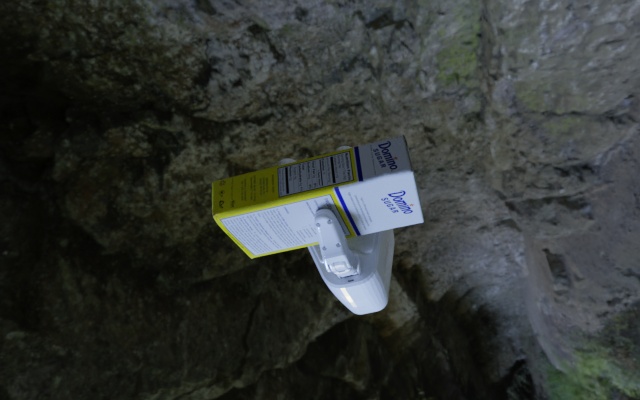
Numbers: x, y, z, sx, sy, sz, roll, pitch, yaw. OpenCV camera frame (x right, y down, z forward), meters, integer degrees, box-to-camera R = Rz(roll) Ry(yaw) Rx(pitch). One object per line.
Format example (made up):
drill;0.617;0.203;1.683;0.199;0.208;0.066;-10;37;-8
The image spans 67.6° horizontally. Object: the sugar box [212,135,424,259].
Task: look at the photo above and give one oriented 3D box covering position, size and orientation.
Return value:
sugar box;0.000;0.001;0.438;0.176;0.048;0.093;-14;-32;9
